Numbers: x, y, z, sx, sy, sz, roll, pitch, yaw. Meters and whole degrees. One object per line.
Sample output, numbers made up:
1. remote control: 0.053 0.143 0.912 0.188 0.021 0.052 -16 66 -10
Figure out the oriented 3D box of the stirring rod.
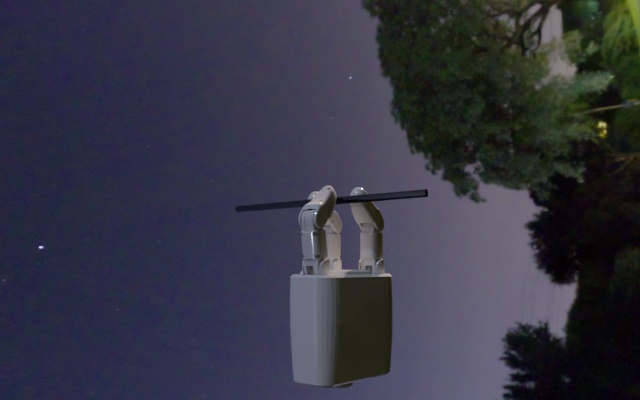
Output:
1. stirring rod: 0.000 0.002 0.522 0.239 0.011 0.011 -5 -3 32
